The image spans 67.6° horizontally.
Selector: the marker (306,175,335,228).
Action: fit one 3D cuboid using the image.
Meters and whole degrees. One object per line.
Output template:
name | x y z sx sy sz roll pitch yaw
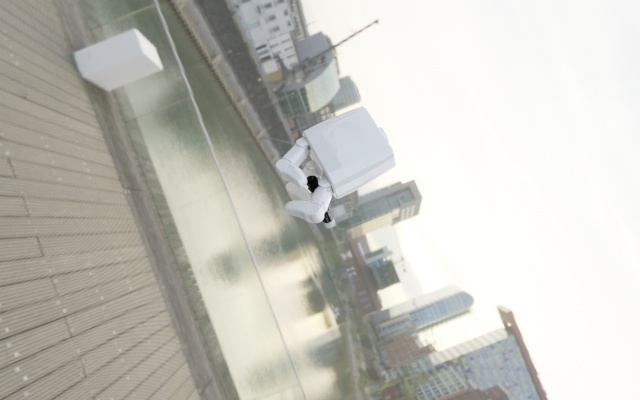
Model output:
marker | 0.000 0.002 0.741 0.020 0.020 0.121 0 -37 18
